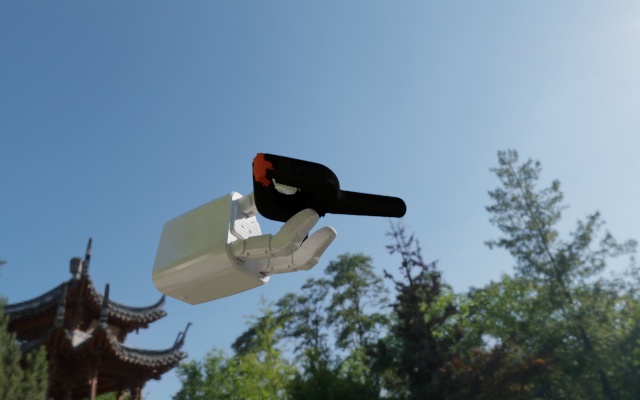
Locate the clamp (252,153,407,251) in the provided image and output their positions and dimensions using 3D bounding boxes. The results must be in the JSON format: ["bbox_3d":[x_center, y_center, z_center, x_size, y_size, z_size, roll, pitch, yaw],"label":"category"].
[{"bbox_3d":[0.000,0.001,0.538,0.164,0.036,0.210,-22,-32,14],"label":"clamp"}]
